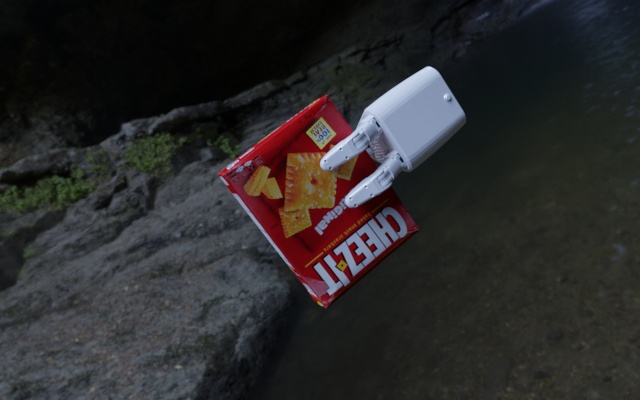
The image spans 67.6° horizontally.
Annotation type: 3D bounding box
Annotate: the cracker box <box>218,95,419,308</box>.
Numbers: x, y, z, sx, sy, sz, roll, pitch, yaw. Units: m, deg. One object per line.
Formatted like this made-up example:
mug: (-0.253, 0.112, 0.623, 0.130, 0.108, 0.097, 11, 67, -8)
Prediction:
cracker box: (0.000, 0.002, 0.611, 0.164, 0.214, 0.072, -38, 11, -10)
